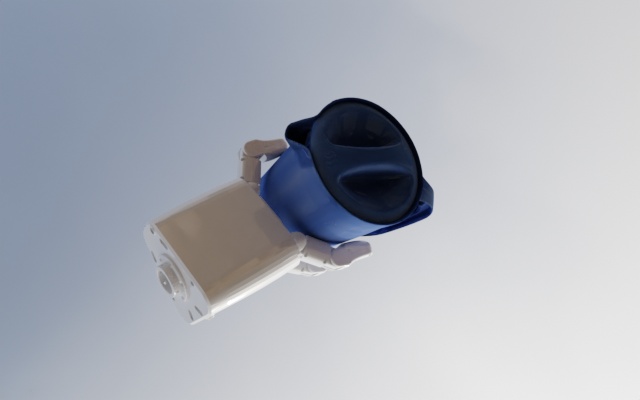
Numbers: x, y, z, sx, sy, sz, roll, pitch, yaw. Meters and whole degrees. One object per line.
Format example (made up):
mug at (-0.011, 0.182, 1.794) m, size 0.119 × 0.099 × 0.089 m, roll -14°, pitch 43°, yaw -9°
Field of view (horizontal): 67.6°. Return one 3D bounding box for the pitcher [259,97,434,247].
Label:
pitcher at (0.000, 0.002, 0.552) m, size 0.145 × 0.149 × 0.243 m, roll -28°, pitch -3°, yaw -36°
